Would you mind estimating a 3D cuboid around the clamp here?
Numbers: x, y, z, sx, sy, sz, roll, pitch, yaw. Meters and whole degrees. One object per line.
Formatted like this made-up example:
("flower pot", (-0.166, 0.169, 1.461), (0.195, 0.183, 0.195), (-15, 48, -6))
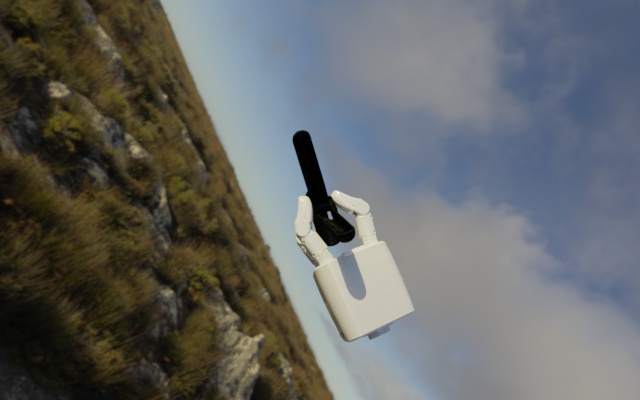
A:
("clamp", (0.001, 0.002, 0.691), (0.036, 0.164, 0.210), (-21, -14, -8))
